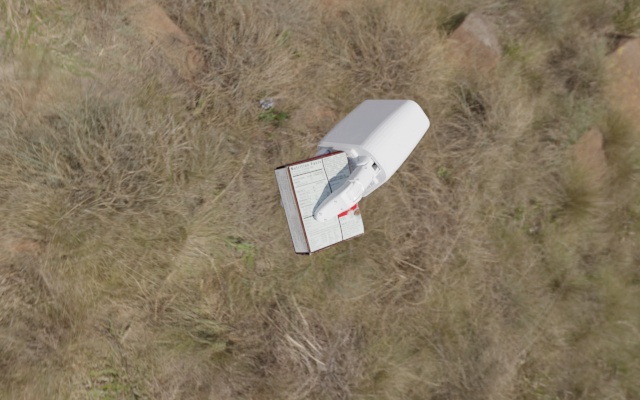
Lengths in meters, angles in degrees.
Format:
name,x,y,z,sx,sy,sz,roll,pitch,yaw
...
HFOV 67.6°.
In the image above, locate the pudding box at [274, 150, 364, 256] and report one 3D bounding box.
name,x,y,z,sx,sy,sz,roll,pitch,yaw
pudding box,0.000,0.002,0.592,0.090,0.113,0.039,-17,4,-32
